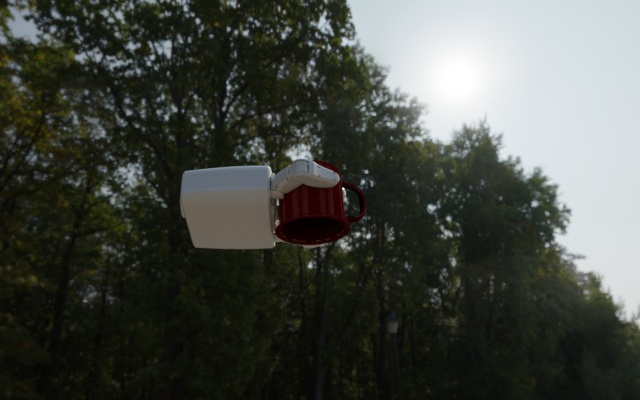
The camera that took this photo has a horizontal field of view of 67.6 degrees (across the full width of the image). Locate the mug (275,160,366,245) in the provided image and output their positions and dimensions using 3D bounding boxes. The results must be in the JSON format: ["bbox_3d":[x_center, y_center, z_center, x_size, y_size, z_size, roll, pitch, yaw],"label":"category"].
[{"bbox_3d":[0.002,0.002,0.606,0.117,0.081,0.093,-2,-27,-4],"label":"mug"}]
